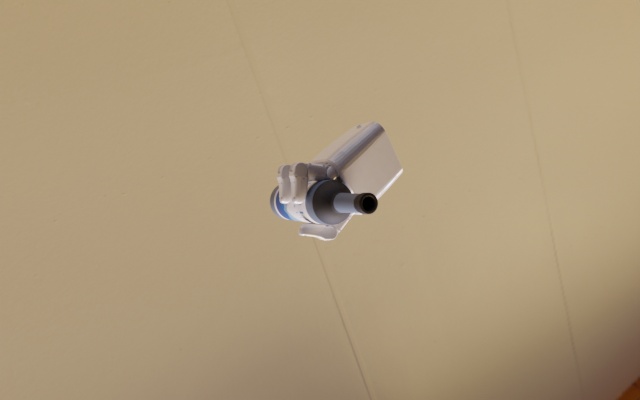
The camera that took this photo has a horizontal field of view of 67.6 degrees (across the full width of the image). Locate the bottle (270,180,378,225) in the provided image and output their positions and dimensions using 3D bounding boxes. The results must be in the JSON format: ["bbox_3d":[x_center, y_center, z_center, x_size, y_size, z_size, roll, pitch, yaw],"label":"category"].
[{"bbox_3d":[0.000,0.002,0.728,0.069,0.069,0.295,0,1,-24],"label":"bottle"}]
